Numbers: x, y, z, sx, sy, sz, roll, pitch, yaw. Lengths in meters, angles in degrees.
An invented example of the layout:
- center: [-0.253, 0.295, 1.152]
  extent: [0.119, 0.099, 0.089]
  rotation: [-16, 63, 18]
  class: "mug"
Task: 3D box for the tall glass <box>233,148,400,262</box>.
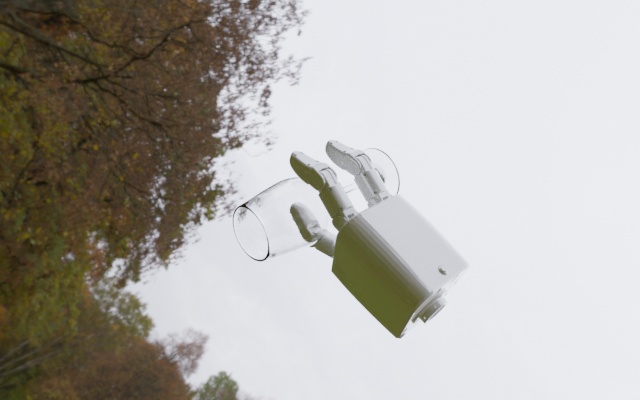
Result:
- center: [0.000, 0.002, 0.545]
  extent: [0.201, 0.079, 0.079]
  rotation: [-24, 15, -38]
  class: "tall glass"
